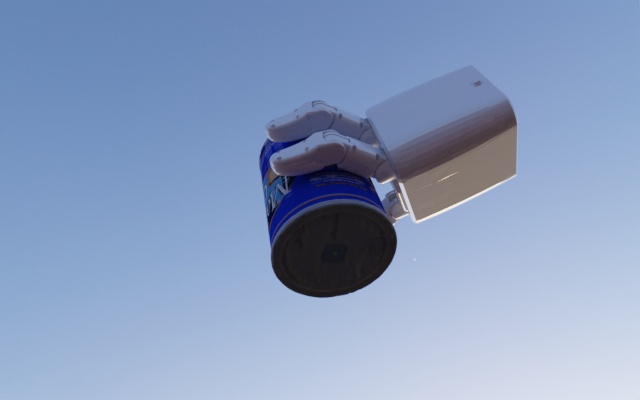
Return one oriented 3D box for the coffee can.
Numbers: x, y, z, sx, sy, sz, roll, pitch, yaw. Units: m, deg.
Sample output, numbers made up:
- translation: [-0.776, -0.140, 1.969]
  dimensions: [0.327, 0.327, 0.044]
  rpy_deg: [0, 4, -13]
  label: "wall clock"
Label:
- translation: [0.000, 0.002, 0.433]
  dimensions: [0.103, 0.103, 0.140]
  rpy_deg: [0, 37, -12]
  label: "coffee can"
